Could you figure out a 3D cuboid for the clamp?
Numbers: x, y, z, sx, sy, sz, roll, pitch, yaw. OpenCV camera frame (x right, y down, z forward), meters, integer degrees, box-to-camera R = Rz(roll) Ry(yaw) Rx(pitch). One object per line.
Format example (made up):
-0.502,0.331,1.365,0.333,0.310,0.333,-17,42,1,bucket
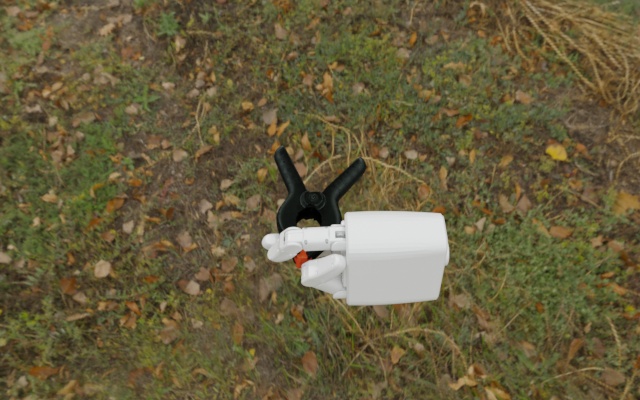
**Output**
0.000,0.002,0.590,0.120,0.171,0.039,-2,-32,2,clamp
